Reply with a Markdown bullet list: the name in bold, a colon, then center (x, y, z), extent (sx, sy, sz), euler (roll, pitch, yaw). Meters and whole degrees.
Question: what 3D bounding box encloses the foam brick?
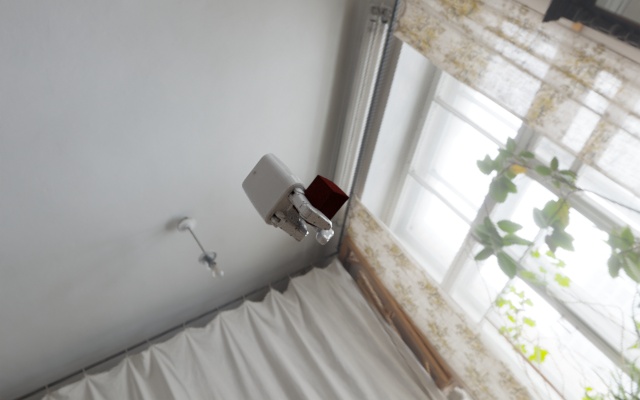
- **foam brick**: center (0.000, 0.003, 0.851), extent (0.053, 0.078, 0.051), euler (23, 21, -51)
